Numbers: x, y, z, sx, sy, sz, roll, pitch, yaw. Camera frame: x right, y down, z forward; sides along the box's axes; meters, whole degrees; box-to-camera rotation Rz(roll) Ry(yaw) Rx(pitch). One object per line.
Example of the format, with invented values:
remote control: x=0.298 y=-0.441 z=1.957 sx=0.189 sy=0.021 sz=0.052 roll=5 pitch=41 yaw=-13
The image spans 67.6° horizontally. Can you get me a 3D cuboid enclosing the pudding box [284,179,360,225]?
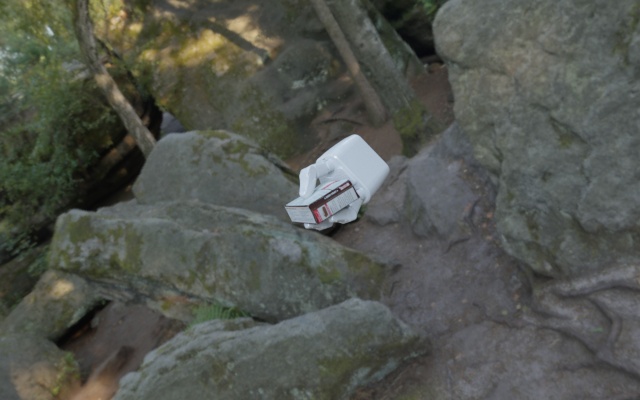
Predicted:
pudding box: x=0.000 y=0.002 z=0.805 sx=0.090 sy=0.039 sz=0.113 roll=-33 pitch=11 yaw=-20
